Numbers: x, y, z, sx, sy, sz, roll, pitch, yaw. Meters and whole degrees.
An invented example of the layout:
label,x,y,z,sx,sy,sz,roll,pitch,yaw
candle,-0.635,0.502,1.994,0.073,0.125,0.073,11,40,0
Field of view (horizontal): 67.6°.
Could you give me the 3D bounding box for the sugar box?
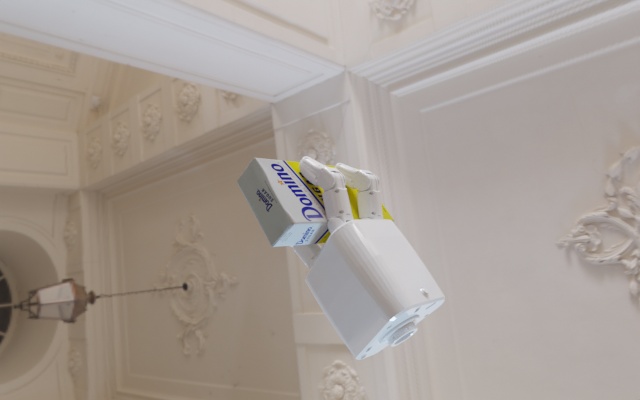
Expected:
label,x,y,z,sx,sy,sz,roll,pitch,yaw
sugar box,0.001,0.002,0.550,0.176,0.093,0.048,3,-43,-49
